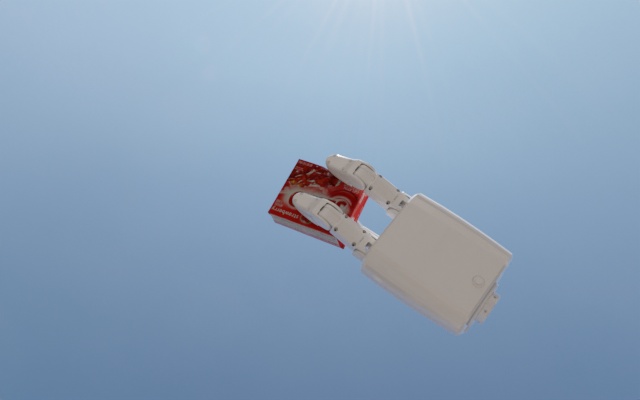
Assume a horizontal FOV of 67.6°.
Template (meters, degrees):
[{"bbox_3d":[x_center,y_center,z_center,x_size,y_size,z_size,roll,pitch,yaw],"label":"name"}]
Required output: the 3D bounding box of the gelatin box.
[{"bbox_3d":[0.000,0.002,0.513,0.089,0.073,0.030,19,-23,23],"label":"gelatin box"}]
